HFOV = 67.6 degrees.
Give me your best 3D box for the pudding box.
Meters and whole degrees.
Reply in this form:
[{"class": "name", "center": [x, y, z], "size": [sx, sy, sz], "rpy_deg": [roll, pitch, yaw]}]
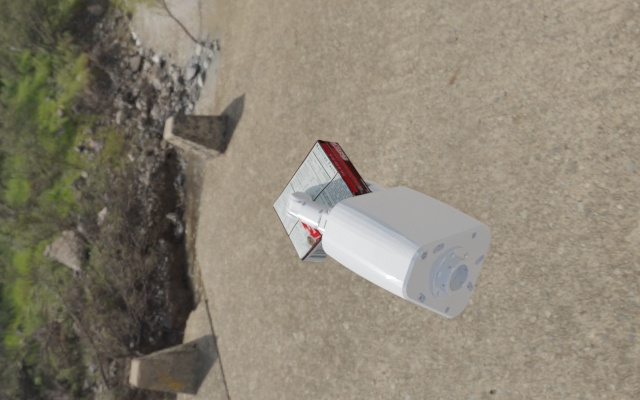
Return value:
[{"class": "pudding box", "center": [0.000, 0.002, 0.542], "size": [0.039, 0.090, 0.113], "rpy_deg": [7, -48, -43]}]
